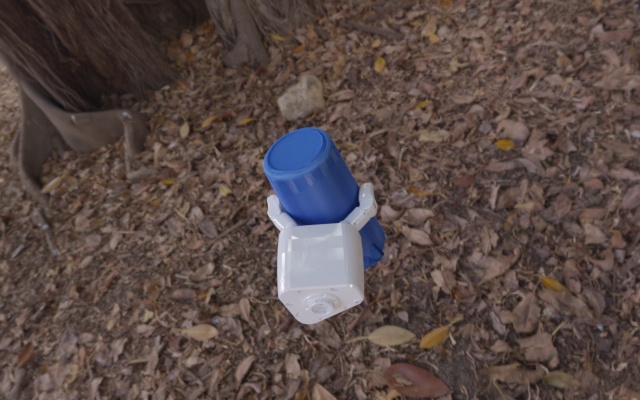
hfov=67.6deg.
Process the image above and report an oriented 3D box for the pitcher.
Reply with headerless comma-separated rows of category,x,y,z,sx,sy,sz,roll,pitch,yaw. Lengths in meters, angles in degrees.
pitcher,0.000,0.003,0.766,0.149,0.145,0.243,-15,-46,16
